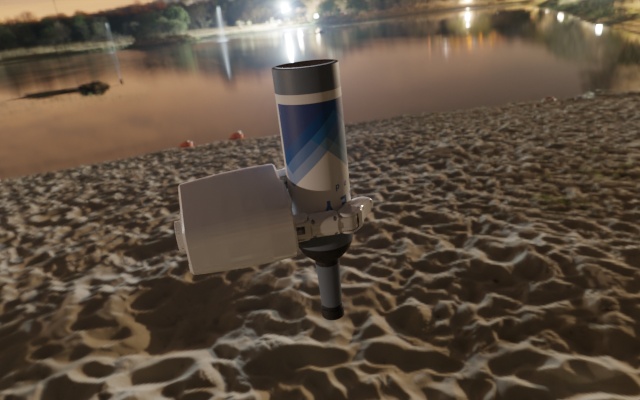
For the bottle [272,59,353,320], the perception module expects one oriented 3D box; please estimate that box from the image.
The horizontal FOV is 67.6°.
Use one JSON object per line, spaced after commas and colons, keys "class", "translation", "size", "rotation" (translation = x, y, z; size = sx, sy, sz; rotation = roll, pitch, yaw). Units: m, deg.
{"class": "bottle", "translation": [0.000, 0.001, 0.523], "size": [0.069, 0.296, 0.069], "rotation": [-6, 22, 2]}
